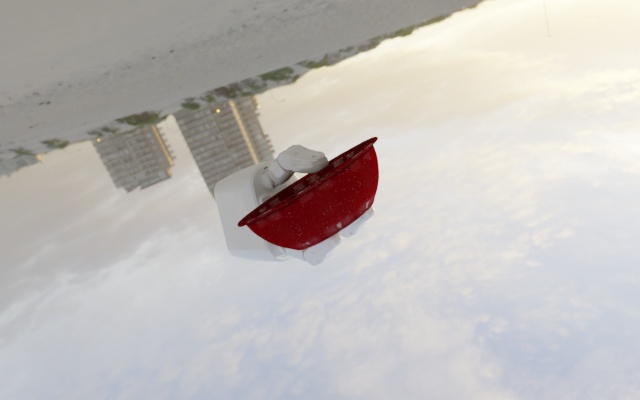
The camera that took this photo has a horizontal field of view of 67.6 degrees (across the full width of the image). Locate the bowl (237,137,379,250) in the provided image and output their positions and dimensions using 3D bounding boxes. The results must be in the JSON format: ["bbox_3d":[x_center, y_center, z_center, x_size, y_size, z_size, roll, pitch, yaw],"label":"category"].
[{"bbox_3d":[0.001,0.002,0.472,0.162,0.055,0.162,-32,6,4],"label":"bowl"}]
